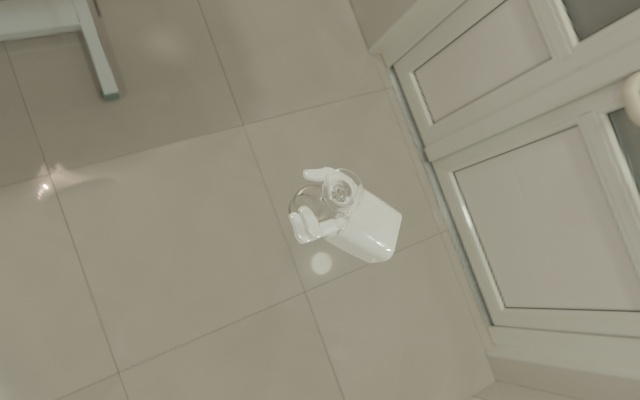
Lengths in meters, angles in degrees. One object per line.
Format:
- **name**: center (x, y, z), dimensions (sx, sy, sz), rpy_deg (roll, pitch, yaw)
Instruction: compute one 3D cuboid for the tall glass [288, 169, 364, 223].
- **tall glass**: center (0.000, 0.003, 0.860), dimensions (0.079, 0.079, 0.201), rpy_deg (0, -10, -22)
